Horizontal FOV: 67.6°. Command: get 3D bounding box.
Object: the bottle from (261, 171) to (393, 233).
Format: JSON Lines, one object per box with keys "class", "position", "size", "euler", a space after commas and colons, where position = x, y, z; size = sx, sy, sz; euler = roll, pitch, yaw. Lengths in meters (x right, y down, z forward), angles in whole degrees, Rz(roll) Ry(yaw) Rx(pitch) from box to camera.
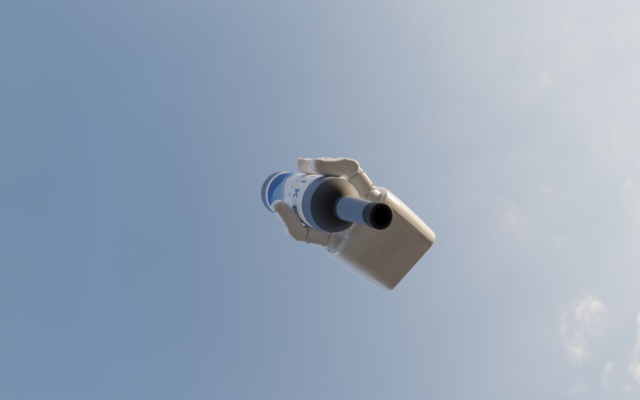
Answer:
{"class": "bottle", "position": [0.000, 0.002, 0.601], "size": [0.069, 0.069, 0.295], "euler": [0, 5, -24]}
